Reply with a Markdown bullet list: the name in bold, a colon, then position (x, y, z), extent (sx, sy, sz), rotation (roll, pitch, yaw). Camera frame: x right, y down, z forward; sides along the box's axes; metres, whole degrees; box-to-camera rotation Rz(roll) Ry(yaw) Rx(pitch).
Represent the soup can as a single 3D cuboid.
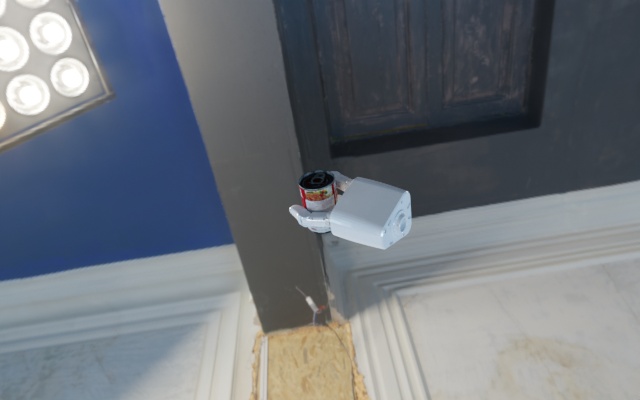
- **soup can**: position (0.000, 0.003, 0.897), extent (0.068, 0.102, 0.068), rotation (-7, 34, 5)
